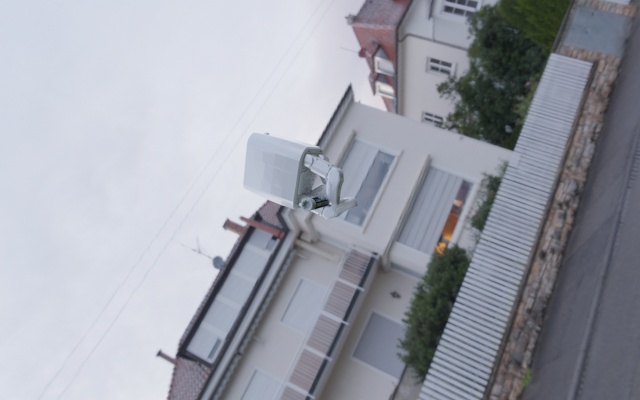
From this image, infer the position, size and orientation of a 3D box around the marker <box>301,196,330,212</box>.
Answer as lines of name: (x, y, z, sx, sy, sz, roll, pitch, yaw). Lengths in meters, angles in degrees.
marker: (0.000, 0.002, 0.755, 0.020, 0.020, 0.121, 0, 4, 20)
